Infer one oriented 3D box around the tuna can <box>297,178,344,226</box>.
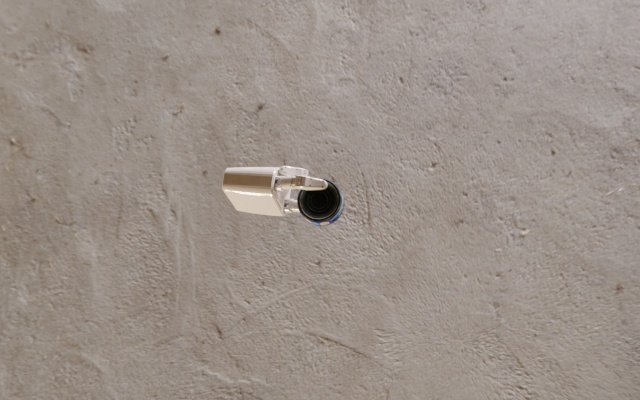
[{"bbox_3d":[0.000,0.003,0.889,0.086,0.086,0.034,0,-16,11],"label":"tuna can"}]
